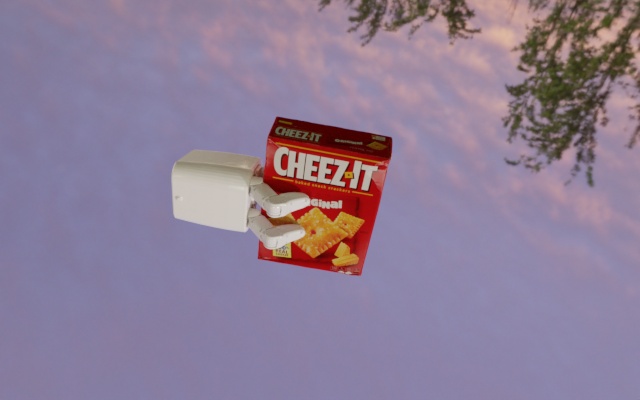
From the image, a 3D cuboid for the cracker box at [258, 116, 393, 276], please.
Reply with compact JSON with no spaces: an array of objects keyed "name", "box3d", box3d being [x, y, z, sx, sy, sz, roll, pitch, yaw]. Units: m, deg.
[{"name":"cracker box","box3d":[0.000,0.002,0.686,0.164,0.214,0.072,10,36,1]}]
